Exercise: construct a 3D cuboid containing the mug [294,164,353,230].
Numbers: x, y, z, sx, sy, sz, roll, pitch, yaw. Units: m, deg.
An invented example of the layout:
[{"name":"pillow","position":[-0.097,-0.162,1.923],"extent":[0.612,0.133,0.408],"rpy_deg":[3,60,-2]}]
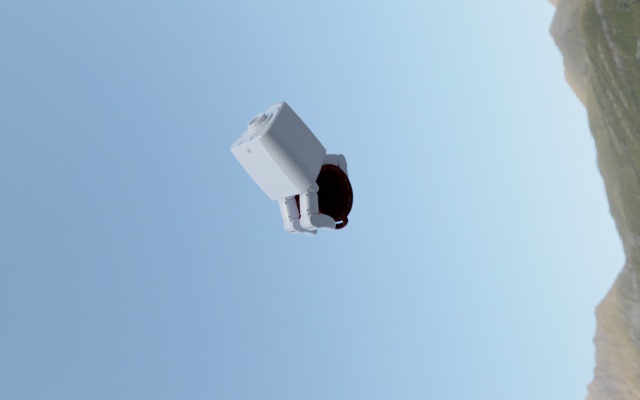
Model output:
[{"name":"mug","position":[0.001,0.004,0.785],"extent":[0.081,0.117,0.093],"rpy_deg":[-13,35,45]}]
